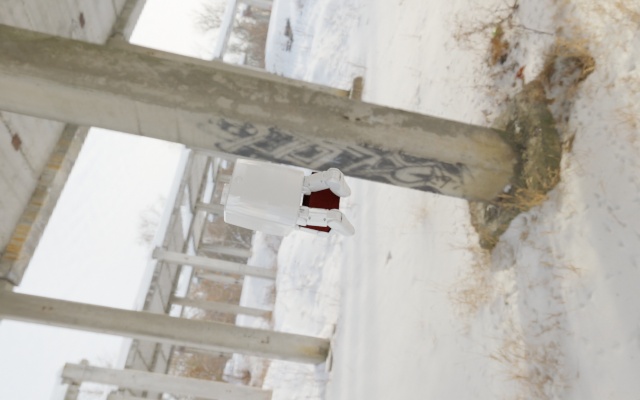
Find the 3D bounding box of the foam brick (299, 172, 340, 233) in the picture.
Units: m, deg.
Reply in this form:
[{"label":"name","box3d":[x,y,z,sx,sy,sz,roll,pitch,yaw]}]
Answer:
[{"label":"foam brick","box3d":[0.000,0.002,0.758,0.051,0.078,0.053,13,-33,-10]}]
